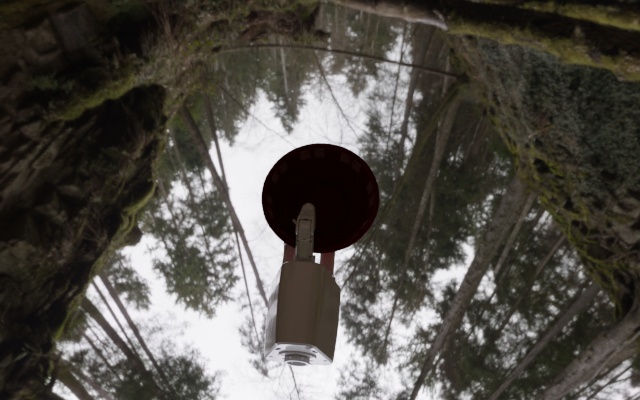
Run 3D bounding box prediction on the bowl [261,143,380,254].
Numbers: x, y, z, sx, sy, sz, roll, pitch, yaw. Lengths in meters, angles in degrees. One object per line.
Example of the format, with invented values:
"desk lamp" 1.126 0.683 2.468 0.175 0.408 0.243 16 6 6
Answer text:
"bowl" 0.001 0.001 0.675 0.162 0.162 0.055 0 -20 1
